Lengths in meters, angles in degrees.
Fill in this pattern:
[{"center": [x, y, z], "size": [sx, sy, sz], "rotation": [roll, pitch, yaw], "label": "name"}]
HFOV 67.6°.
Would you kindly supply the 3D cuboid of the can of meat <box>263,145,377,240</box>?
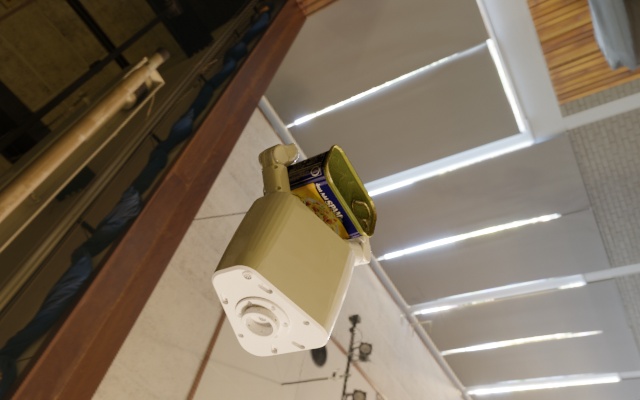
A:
[{"center": [0.000, 0.002, 0.515], "size": [0.084, 0.102, 0.057], "rotation": [-18, 31, 27], "label": "can of meat"}]
